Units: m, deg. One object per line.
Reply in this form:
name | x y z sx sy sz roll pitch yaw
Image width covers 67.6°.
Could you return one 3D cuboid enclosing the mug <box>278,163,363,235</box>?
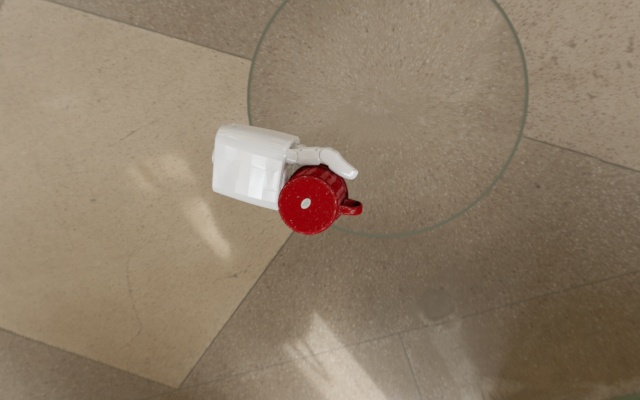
mug | 0.001 0.003 0.656 0.117 0.093 0.081 14 13 6
